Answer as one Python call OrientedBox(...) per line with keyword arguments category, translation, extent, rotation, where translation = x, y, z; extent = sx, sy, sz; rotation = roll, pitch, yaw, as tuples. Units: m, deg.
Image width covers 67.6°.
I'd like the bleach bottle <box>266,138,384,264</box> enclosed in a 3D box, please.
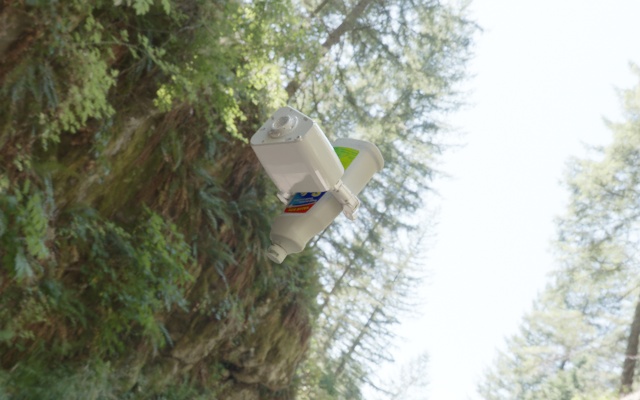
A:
OrientedBox(category="bleach bottle", translation=(0.000, 0.003, 0.808), extent=(0.102, 0.250, 0.068), rotation=(16, -30, 42))
